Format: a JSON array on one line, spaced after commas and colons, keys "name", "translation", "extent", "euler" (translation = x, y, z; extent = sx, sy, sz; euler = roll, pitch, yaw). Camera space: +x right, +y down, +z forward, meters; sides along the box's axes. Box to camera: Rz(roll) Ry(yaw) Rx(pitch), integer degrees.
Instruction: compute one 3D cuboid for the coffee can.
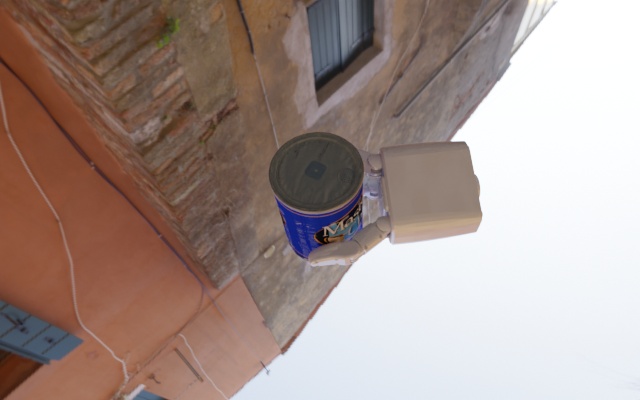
[{"name": "coffee can", "translation": [0.000, 0.002, 0.569], "extent": [0.103, 0.102, 0.140], "euler": [0, -30, 5]}]
